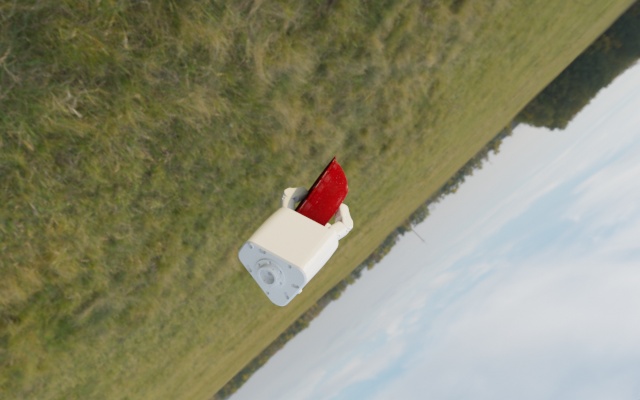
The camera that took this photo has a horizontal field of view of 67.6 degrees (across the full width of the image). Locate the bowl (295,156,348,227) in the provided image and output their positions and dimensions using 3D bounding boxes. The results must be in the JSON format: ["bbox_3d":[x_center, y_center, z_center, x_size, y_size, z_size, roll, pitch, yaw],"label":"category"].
[{"bbox_3d":[0.001,0.002,0.834,0.055,0.162,0.162,35,-3,-4],"label":"bowl"}]
